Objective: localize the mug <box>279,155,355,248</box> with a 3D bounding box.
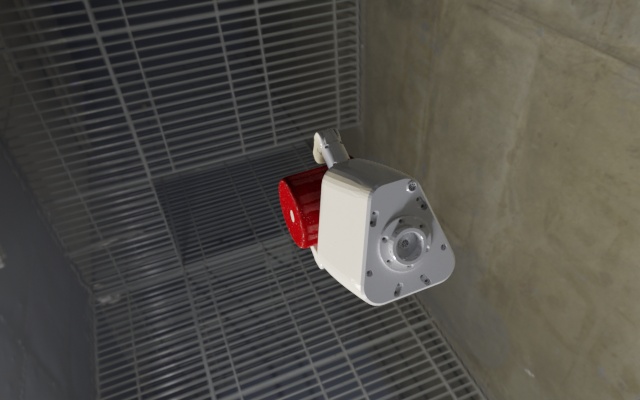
[{"bbox_3d":[-0.001,0.002,0.543,0.081,0.093,0.117,-17,15,-16],"label":"mug"}]
